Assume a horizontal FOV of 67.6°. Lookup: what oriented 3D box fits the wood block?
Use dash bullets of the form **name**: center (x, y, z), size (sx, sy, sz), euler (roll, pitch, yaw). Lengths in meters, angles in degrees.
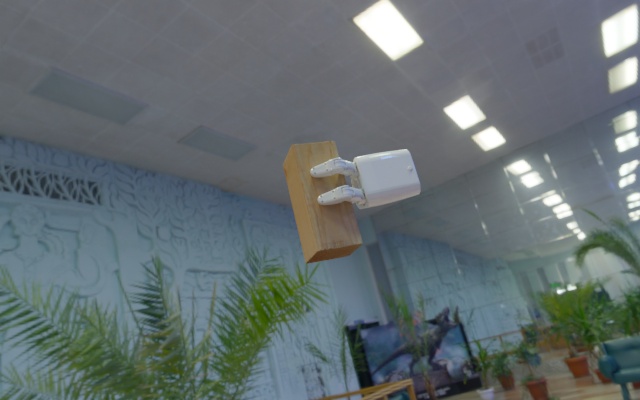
- **wood block**: center (0.000, 0.003, 0.899), size (0.090, 0.206, 0.091), euler (-8, -19, -18)
